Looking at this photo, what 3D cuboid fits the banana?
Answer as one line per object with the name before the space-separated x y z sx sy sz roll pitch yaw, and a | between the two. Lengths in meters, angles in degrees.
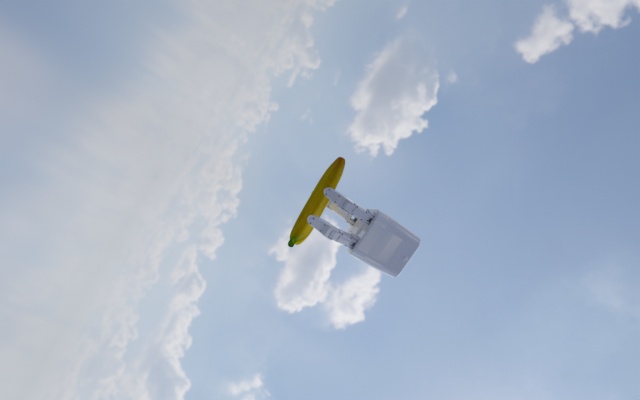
banana | -0.007 0.009 0.896 0.037 0.197 0.069 31 -16 -9
